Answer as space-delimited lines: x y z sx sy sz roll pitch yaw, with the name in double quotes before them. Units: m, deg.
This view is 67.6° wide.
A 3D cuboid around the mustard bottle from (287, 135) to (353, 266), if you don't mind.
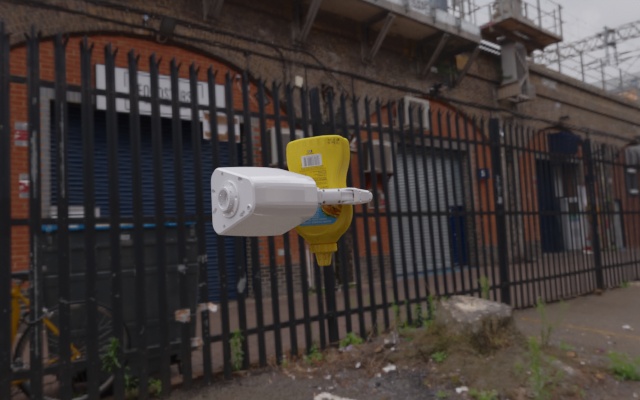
"mustard bottle" 0.000 0.002 0.723 0.096 0.191 0.058 -5 -4 23
